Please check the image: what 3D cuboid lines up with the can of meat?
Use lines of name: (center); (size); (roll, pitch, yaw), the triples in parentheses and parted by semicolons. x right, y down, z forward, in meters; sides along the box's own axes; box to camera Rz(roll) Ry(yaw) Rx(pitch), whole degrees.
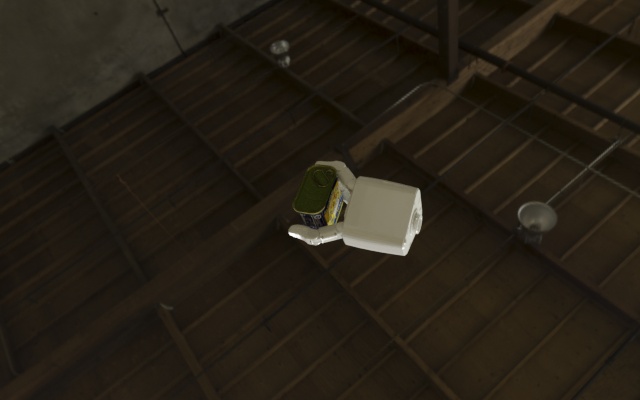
can of meat: (0.000, 0.003, 0.835); (0.057, 0.102, 0.084); (8, -33, 21)
